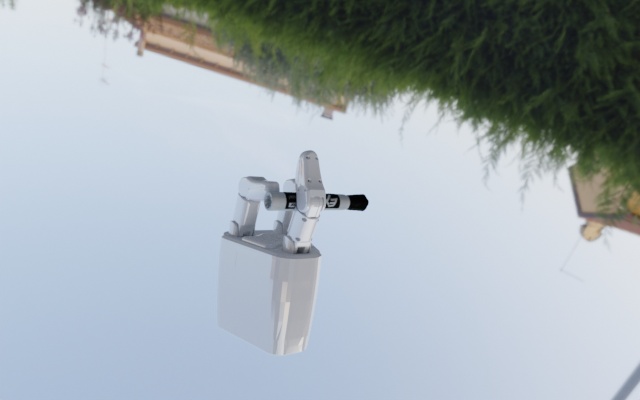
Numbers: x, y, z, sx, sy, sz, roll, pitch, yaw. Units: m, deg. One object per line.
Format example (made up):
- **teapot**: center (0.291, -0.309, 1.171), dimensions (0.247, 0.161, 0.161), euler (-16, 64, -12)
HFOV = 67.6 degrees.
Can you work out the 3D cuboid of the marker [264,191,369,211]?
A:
- **marker**: center (0.000, 0.002, 0.487), dimensions (0.121, 0.020, 0.020), euler (1, -1, -34)
